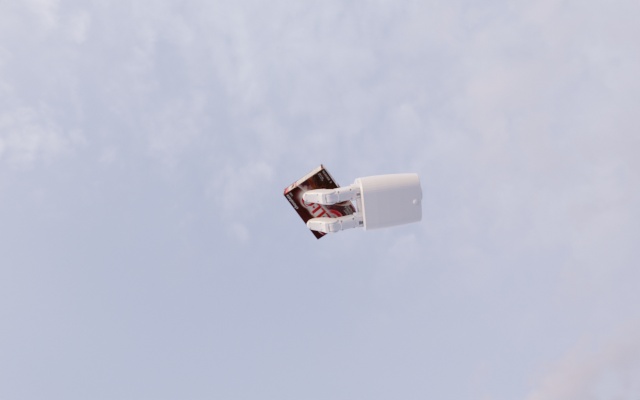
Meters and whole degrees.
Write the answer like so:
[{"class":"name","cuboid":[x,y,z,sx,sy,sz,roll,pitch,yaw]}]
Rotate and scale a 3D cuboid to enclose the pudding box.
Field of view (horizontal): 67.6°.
[{"class":"pudding box","cuboid":[0.000,0.003,0.876,0.090,0.113,0.039,-34,16,9]}]
